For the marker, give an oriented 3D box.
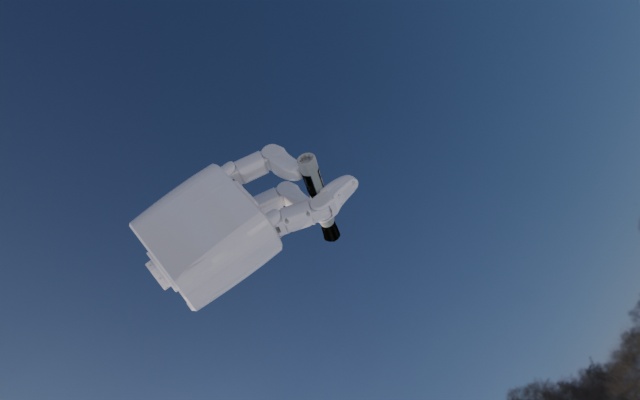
[{"bbox_3d":[0.000,0.002,0.503,0.020,0.121,0.020,-10,43,9],"label":"marker"}]
